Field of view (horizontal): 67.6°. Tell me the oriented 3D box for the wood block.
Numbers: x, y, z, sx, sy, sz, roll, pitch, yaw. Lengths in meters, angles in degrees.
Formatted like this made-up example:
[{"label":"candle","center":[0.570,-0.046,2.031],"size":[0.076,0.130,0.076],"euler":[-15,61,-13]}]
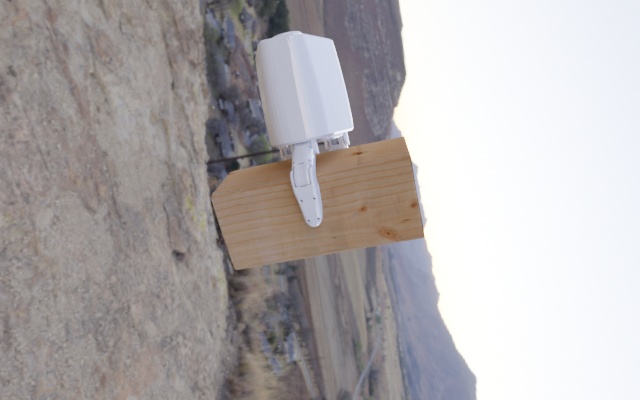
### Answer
[{"label":"wood block","center":[0.000,0.001,0.526],"size":[0.206,0.090,0.090],"euler":[-11,20,9]}]
